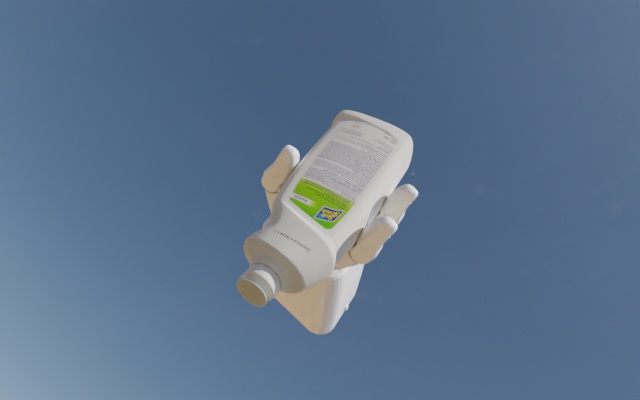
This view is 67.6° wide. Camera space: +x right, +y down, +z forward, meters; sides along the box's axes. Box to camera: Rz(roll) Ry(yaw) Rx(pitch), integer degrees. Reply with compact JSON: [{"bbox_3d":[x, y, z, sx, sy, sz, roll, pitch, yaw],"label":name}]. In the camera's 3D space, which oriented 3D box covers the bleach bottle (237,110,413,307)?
[{"bbox_3d":[0.000,0.001,0.462,0.102,0.068,0.250,23,44,20],"label":"bleach bottle"}]
